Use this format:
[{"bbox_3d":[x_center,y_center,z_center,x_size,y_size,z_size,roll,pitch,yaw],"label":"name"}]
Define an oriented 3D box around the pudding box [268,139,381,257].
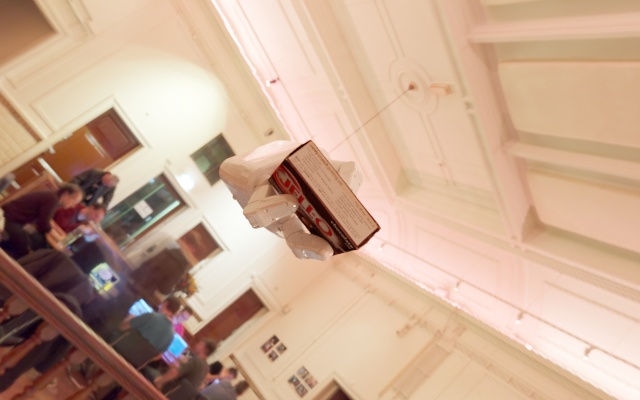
[{"bbox_3d":[0.000,0.002,0.488,0.039,0.113,0.090,-41,3,-19],"label":"pudding box"}]
